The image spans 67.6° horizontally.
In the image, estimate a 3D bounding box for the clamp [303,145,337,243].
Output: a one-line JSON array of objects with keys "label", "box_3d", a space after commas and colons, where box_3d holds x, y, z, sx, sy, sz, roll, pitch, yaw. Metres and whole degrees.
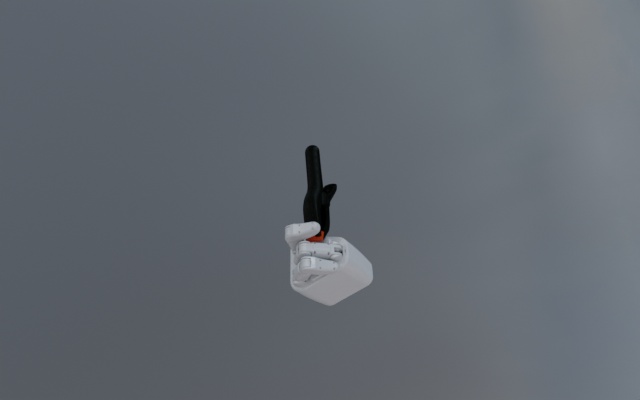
[{"label": "clamp", "box_3d": [0.001, 0.003, 0.826, 0.039, 0.171, 0.120, -10, -32, 24]}]
